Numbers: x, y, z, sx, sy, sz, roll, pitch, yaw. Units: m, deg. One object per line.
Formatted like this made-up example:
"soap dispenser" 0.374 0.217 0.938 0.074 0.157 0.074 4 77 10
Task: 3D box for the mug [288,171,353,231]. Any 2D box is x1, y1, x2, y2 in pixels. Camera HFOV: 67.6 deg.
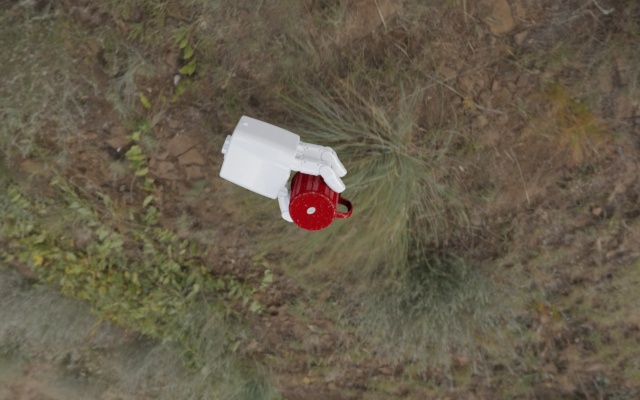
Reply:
"mug" 0.001 0.003 0.828 0.117 0.093 0.081 20 32 -7
